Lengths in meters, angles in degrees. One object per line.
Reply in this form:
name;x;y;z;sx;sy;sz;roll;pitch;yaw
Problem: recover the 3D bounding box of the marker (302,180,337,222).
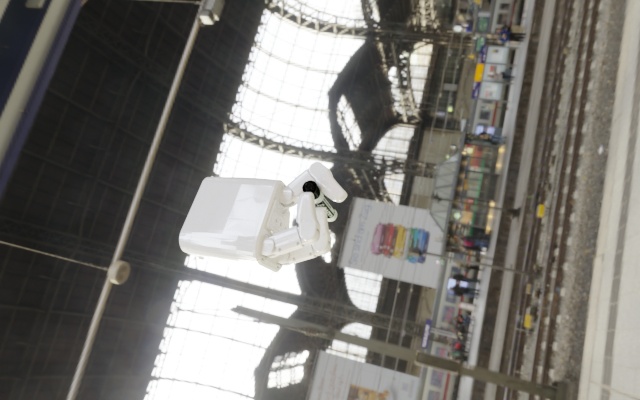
marker;0.000;0.002;0.617;0.020;0.020;0.121;0;-18;15
